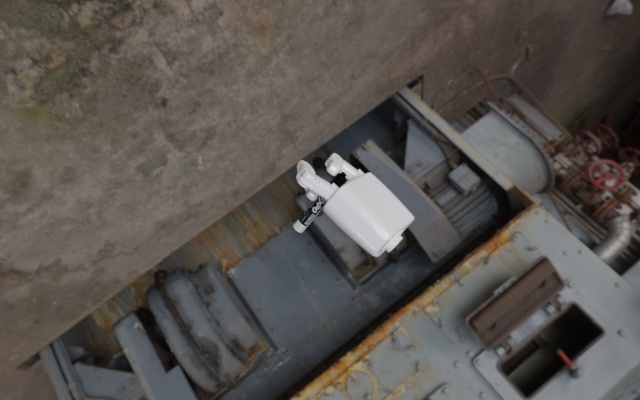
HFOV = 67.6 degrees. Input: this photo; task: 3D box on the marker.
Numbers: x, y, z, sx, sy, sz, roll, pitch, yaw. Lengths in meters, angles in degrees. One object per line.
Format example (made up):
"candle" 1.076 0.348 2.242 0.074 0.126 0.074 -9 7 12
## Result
"marker" 0.000 0.002 0.748 0.020 0.121 0.020 35 20 -14
